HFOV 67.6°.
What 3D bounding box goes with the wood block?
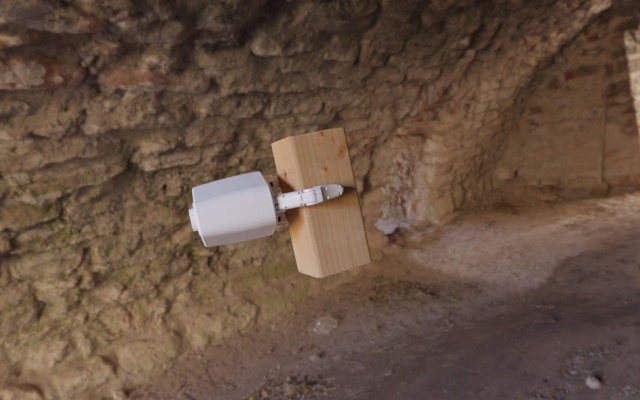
[{"bbox_3d":[0.000,0.002,0.726,0.090,0.206,0.091,-14,4,-23],"label":"wood block"}]
